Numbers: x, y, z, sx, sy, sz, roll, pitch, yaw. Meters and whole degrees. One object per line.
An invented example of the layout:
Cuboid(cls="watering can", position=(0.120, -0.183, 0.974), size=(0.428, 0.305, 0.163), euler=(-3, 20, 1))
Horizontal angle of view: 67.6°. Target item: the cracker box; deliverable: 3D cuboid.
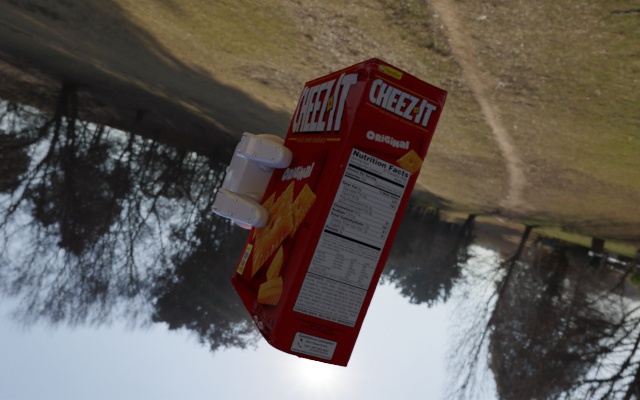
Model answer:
Cuboid(cls="cracker box", position=(0.000, 0.002, 0.403), size=(0.072, 0.213, 0.164), euler=(20, 1, -21))
